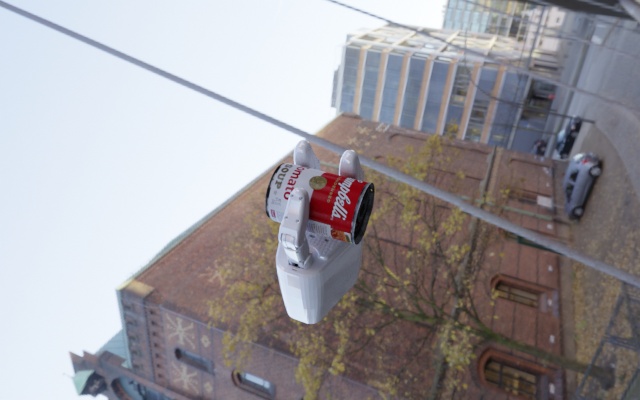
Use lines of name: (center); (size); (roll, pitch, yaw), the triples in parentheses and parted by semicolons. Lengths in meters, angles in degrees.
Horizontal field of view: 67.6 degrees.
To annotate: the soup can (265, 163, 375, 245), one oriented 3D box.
soup can: (0.000, 0.001, 0.517); (0.102, 0.068, 0.068); (15, 4, 17)
